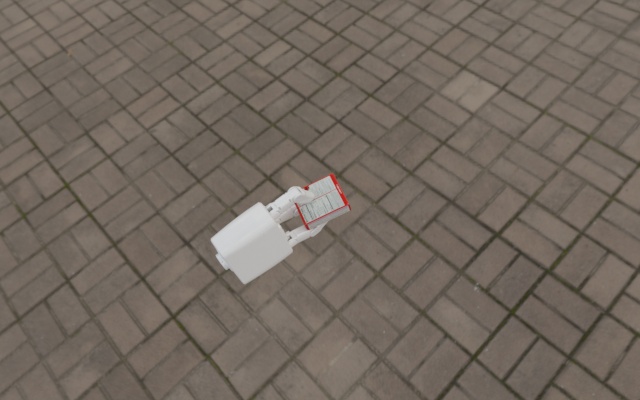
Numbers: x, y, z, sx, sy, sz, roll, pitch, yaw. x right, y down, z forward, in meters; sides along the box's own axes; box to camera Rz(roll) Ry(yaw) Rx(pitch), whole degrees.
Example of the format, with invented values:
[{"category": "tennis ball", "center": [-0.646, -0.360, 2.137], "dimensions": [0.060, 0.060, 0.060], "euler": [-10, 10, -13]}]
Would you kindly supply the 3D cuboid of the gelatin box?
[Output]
[{"category": "gelatin box", "center": [0.000, 0.002, 0.868], "dimensions": [0.089, 0.073, 0.030], "euler": [-26, -29, 0]}]
